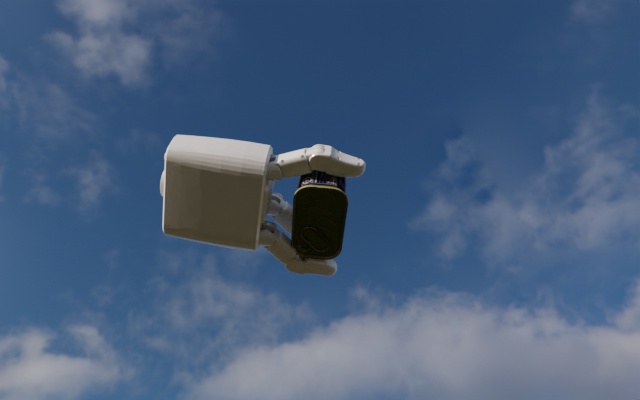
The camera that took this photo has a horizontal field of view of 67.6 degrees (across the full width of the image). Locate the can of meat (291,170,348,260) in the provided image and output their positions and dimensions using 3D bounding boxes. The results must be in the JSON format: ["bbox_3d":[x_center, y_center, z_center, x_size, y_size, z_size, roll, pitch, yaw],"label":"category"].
[{"bbox_3d":[0.000,0.002,0.545,0.057,0.102,0.084,5,37,0],"label":"can of meat"}]
